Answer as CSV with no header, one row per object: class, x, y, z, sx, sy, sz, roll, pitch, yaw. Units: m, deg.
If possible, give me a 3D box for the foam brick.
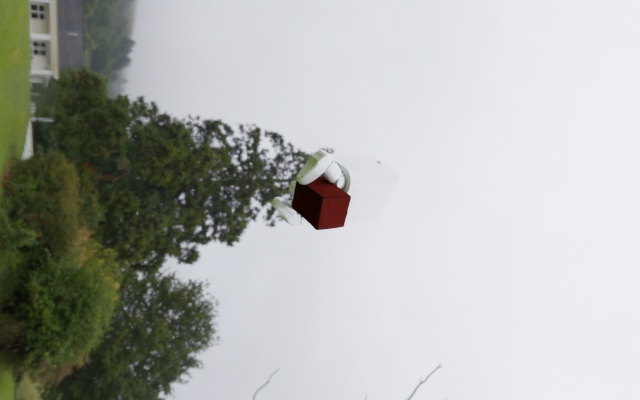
foam brick,0.000,0.003,0.708,0.051,0.053,0.078,-2,27,-34
